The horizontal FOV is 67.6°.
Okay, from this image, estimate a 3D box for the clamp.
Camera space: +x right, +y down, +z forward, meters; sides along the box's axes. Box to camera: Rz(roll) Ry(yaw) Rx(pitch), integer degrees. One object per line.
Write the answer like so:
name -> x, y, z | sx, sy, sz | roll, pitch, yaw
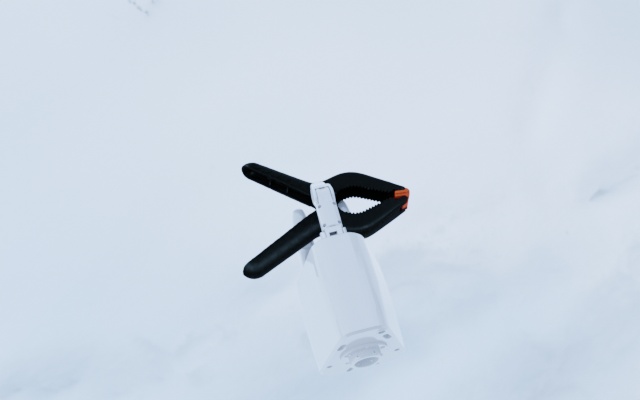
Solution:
clamp -> 0.001, 0.001, 0.579 | 0.210, 0.164, 0.036 | -12, -36, -6
